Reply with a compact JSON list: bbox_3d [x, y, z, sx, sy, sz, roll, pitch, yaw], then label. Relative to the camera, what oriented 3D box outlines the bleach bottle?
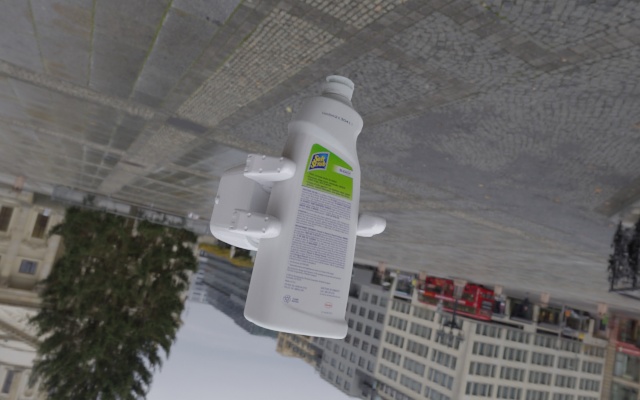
[{"bbox_3d":[0.000,0.002,0.475,0.102,0.251,0.068,17,-9,-32],"label":"bleach bottle"}]
